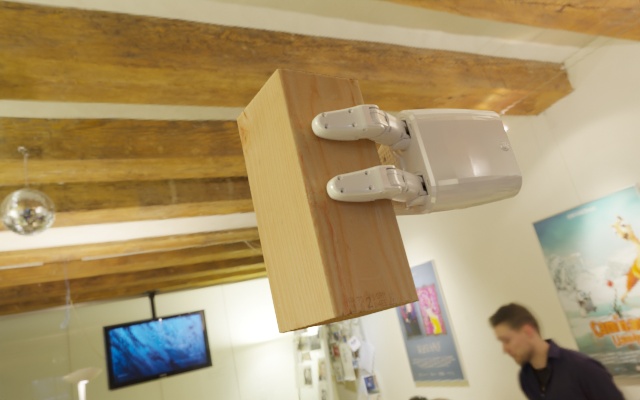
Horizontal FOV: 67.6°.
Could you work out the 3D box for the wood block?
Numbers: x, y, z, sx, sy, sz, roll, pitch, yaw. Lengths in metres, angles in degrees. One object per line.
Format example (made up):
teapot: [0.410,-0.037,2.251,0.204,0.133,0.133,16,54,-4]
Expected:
wood block: [0.000,0.001,0.423,0.090,0.206,0.091,-2,-20,-34]
